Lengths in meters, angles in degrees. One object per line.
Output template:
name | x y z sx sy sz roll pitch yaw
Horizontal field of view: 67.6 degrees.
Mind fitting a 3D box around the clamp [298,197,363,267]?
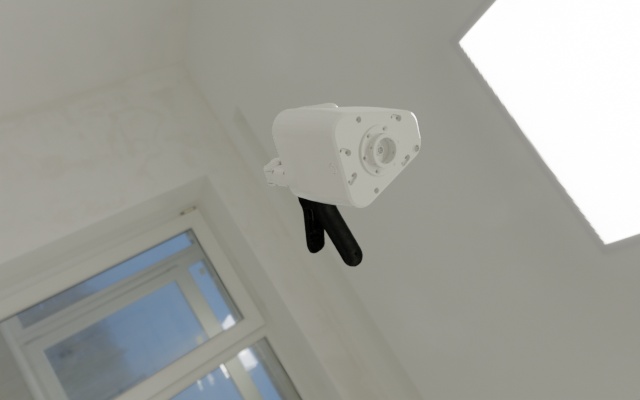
clamp | 0.000 0.001 0.579 0.039 0.171 0.120 -28 23 -28
